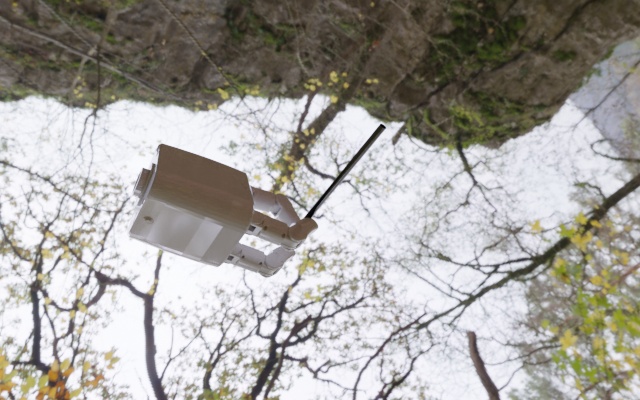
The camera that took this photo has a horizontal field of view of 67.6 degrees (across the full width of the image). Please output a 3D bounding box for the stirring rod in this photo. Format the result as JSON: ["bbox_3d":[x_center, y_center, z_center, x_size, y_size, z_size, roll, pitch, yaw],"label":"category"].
[{"bbox_3d":[0.000,0.002,0.552,0.011,0.011,0.240,0,-40,-44],"label":"stirring rod"}]
